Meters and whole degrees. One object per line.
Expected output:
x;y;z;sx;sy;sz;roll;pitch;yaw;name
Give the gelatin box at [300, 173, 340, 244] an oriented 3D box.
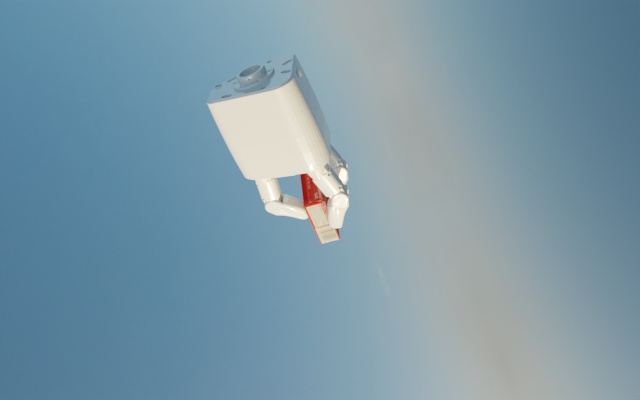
0.000;0.002;0.633;0.030;0.073;0.089;-14;-41;8;gelatin box
